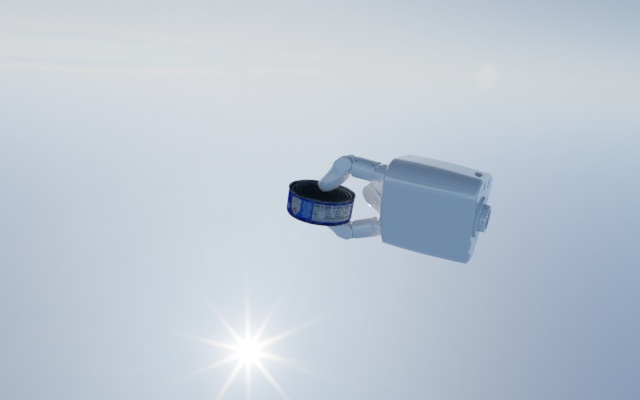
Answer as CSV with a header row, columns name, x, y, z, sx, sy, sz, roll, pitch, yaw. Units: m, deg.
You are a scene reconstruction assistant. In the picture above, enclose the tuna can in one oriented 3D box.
name,x,y,z,sx,sy,sz,roll,pitch,yaw
tuna can,0.000,0.003,0.609,0.086,0.034,0.086,8,18,-3
